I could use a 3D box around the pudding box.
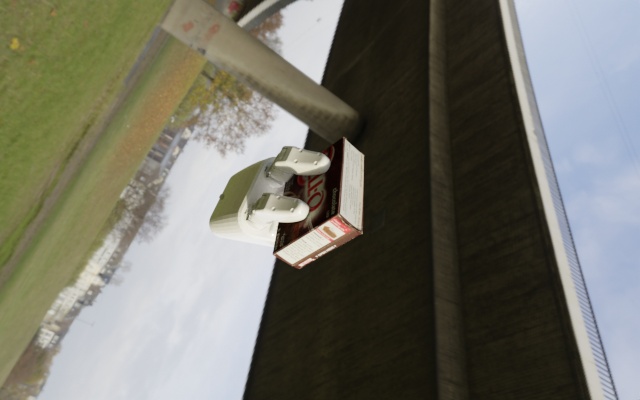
[{"bbox_3d":[0.000,0.002,0.482,0.039,0.113,0.090,34,-51,-29],"label":"pudding box"}]
